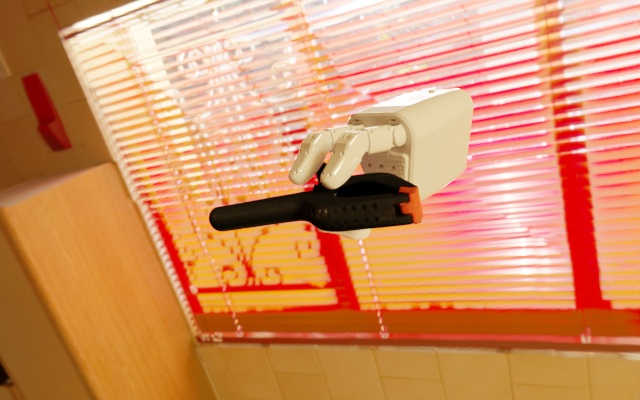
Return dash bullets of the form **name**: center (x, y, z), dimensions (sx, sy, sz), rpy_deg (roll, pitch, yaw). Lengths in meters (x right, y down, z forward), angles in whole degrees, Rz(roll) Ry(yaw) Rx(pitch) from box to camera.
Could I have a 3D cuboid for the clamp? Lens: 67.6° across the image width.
- **clamp**: center (0.001, 0.002, 0.455), dimensions (0.164, 0.036, 0.210), rpy_deg (-26, 21, -32)
